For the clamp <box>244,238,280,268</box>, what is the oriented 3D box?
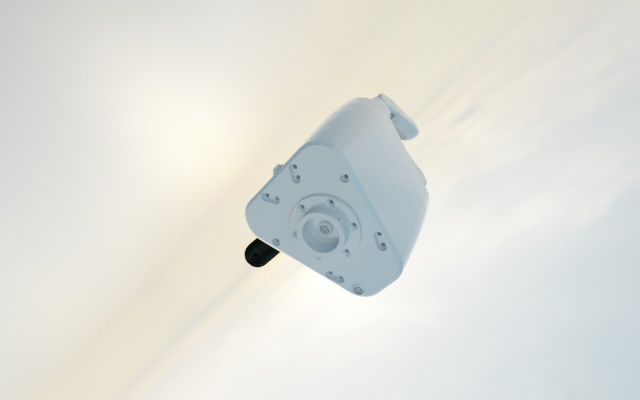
[{"bbox_3d":[0.001,0.002,0.453,0.171,0.039,0.120,-43,3,31],"label":"clamp"}]
